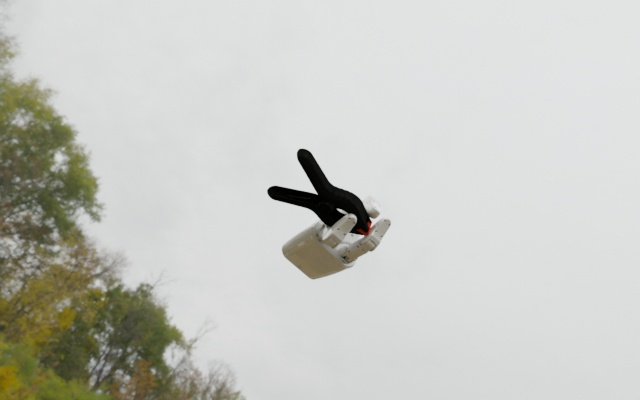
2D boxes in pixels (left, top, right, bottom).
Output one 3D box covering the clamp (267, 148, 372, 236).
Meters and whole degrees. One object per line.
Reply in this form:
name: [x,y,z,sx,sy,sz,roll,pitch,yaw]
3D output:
clamp: [0.001,0.002,0.741,0.171,0.039,0.120,42,-39,-14]
